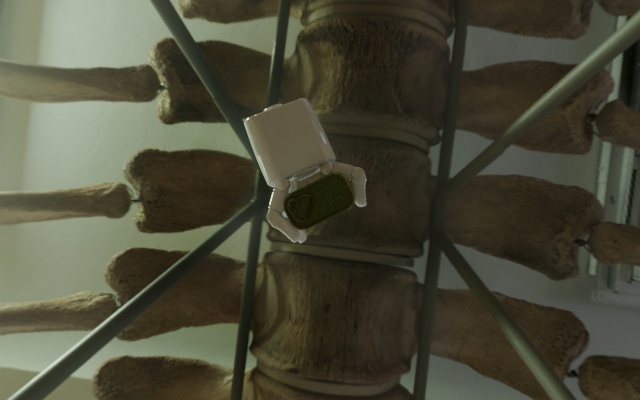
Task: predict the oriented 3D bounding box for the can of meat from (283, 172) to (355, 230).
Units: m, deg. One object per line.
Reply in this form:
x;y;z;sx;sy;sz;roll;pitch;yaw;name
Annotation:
0.000;0.002;0.722;0.102;0.057;0.084;-26;-3;2;can of meat
